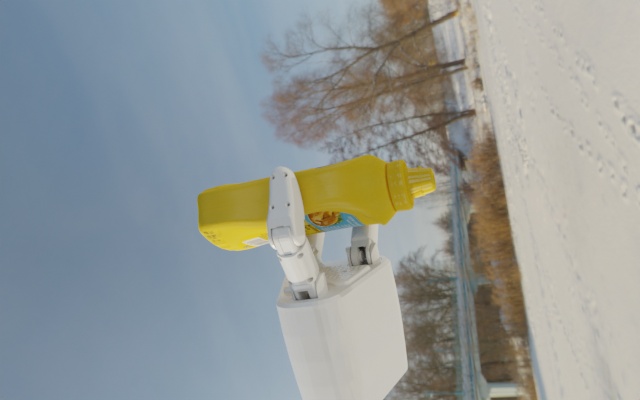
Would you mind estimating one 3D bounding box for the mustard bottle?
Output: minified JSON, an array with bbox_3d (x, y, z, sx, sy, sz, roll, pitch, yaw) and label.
[{"bbox_3d":[0.000,0.001,0.404,0.191,0.058,0.096,-11,-15,20],"label":"mustard bottle"}]
